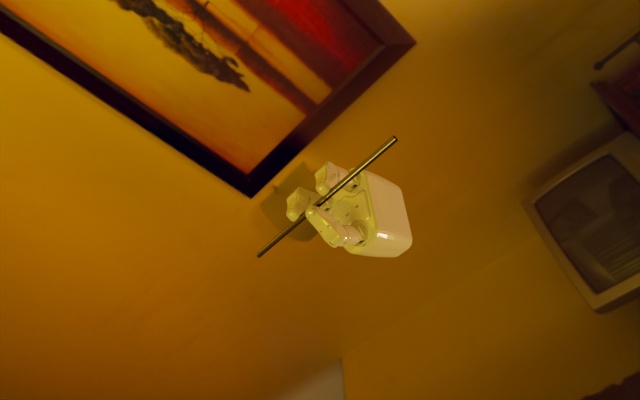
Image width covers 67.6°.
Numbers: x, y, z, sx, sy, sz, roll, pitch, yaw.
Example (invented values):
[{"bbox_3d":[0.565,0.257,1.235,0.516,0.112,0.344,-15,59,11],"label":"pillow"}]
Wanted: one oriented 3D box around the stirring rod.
[{"bbox_3d":[0.000,0.002,0.577,0.239,0.011,0.011,-41,-20,26],"label":"stirring rod"}]
